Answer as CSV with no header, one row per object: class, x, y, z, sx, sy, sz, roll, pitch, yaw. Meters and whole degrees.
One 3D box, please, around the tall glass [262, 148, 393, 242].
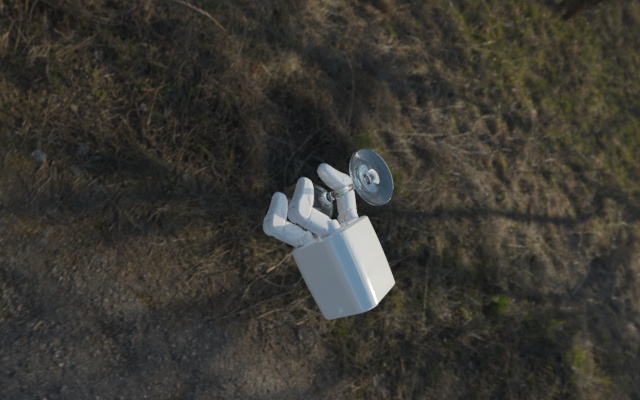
tall glass,0.001,0.002,0.649,0.079,0.079,0.201,0,-18,-42
